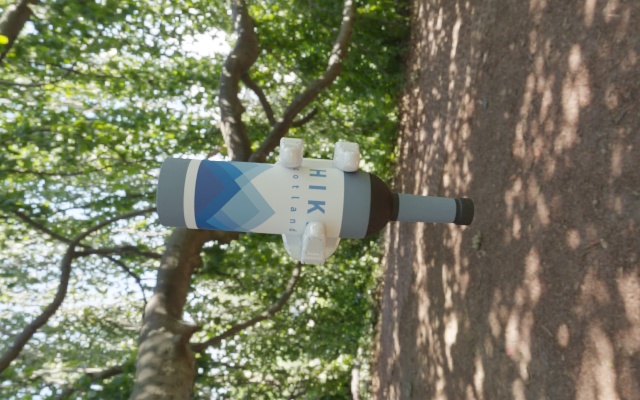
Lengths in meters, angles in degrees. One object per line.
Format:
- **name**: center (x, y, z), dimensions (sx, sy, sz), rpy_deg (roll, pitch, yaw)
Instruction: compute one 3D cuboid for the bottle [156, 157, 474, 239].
- **bottle**: center (0.000, 0.001, 0.462), dimensions (0.296, 0.069, 0.069), rpy_deg (4, 0, -3)
